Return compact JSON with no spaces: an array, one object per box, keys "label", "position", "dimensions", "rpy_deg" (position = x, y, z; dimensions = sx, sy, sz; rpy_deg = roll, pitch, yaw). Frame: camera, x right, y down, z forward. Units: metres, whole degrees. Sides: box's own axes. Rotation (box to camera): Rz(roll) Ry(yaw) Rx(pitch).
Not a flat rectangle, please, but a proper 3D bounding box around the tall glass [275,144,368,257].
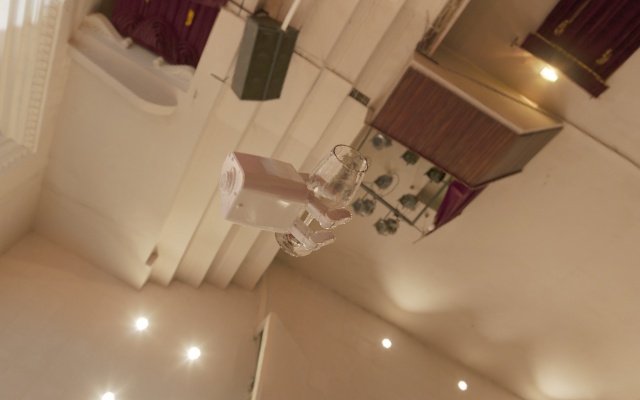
[{"label":"tall glass","position":[0.000,0.003,0.784],"dimensions":[0.079,0.079,0.201],"rpy_deg":[0,-43,-40]}]
